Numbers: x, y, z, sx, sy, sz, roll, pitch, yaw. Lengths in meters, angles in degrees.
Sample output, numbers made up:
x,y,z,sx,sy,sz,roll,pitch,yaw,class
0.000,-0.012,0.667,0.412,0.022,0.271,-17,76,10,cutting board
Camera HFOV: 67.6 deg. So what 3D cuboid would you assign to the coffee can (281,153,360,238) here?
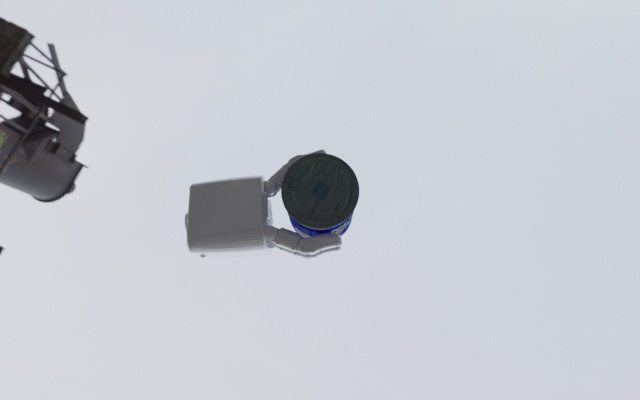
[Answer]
x,y,z,sx,sy,sz,roll,pitch,yaw,class
0.000,0.002,0.689,0.103,0.102,0.140,0,-13,0,coffee can
